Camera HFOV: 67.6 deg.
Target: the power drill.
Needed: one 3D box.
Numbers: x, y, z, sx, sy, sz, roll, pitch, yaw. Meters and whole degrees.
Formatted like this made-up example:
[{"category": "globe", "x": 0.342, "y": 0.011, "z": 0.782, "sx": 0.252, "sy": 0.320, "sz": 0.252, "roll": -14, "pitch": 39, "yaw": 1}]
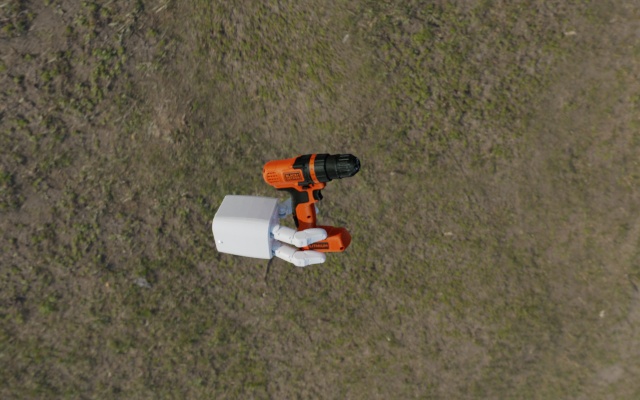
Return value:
[{"category": "power drill", "x": 0.000, "y": 0.003, "z": 0.875, "sx": 0.184, "sy": 0.188, "sz": 0.057, "roll": -3, "pitch": 26, "yaw": 26}]
